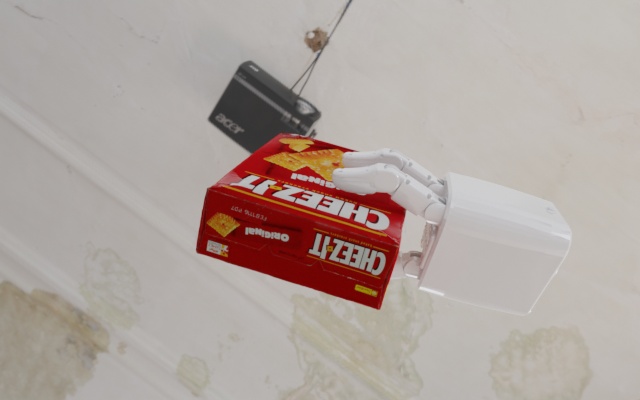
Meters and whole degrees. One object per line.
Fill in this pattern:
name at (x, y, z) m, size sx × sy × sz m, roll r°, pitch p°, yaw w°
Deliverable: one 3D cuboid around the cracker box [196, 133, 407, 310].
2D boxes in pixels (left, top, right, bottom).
cracker box at (0.000, 0.002, 0.478) m, size 0.164 × 0.072 × 0.213 m, roll 16°, pitch 22°, yaw 6°
